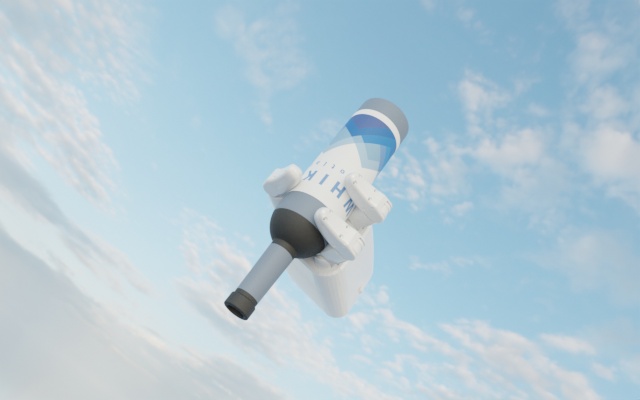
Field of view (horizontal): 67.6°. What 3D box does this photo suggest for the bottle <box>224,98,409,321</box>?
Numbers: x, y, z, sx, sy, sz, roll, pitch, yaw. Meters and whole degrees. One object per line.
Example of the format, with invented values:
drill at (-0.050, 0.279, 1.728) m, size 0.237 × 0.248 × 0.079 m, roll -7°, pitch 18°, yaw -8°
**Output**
bottle at (0.000, 0.001, 0.511) m, size 0.069 × 0.069 × 0.295 m, roll 0°, pitch 43°, yaw 46°
